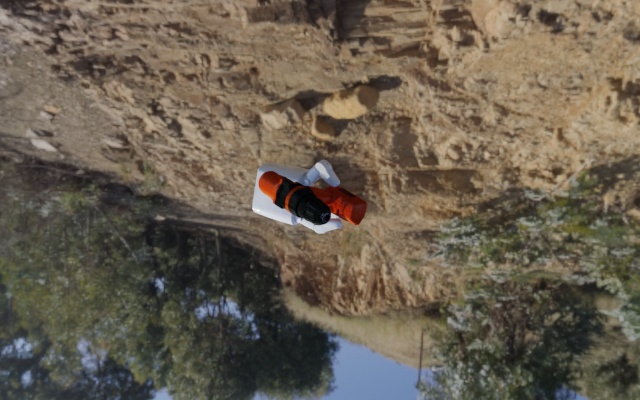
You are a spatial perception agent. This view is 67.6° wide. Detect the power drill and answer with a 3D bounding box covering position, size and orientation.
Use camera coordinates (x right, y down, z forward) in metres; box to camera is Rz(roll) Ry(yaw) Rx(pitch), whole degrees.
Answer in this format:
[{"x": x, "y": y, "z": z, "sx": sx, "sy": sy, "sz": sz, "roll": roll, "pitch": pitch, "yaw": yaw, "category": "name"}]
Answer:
[{"x": 0.000, "y": 0.003, "z": 0.889, "sx": 0.188, "sy": 0.057, "sz": 0.184, "roll": 12, "pitch": 15, "yaw": -46, "category": "power drill"}]
